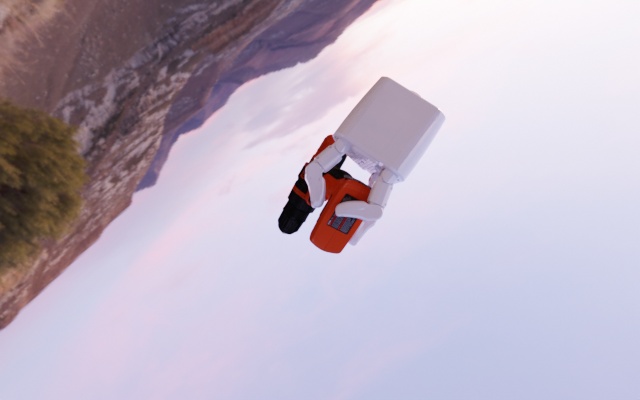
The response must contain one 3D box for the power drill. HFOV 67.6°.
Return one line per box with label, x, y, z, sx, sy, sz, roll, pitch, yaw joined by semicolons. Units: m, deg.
power drill;0.000;0.002;0.715;0.057;0.184;0.187;24;15;-24
